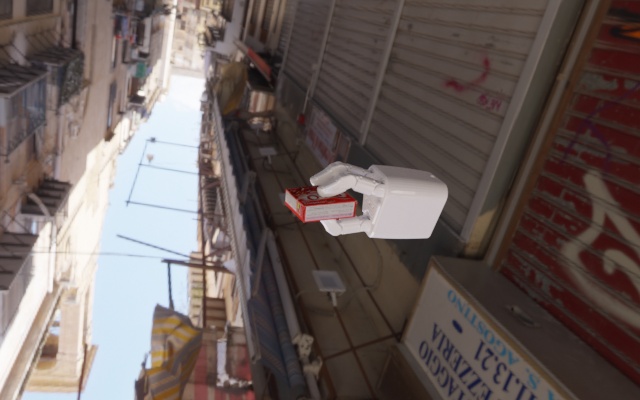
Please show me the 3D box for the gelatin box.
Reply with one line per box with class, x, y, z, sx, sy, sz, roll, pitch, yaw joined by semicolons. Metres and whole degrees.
gelatin box;0.000;0.003;0.726;0.089;0.030;0.073;-6;24;-25
